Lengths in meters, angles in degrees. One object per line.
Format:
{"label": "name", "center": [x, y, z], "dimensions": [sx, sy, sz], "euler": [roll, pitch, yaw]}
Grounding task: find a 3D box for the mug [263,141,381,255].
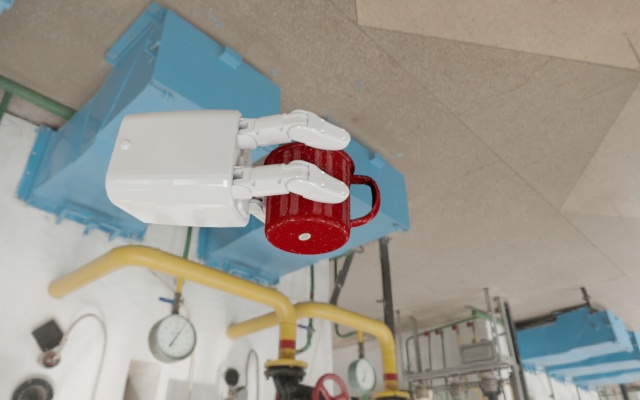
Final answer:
{"label": "mug", "center": [0.002, 0.002, 0.466], "dimensions": [0.117, 0.081, 0.093], "euler": [0, -30, 2]}
